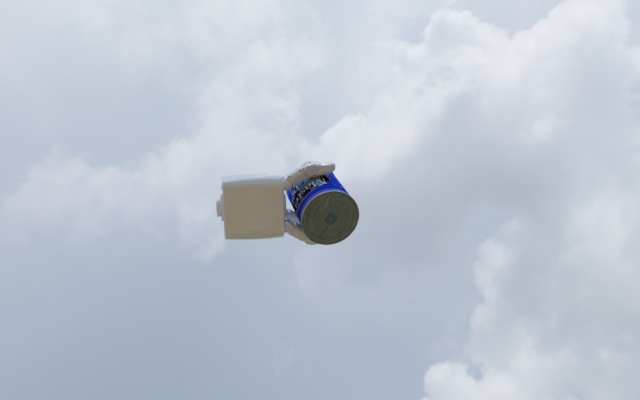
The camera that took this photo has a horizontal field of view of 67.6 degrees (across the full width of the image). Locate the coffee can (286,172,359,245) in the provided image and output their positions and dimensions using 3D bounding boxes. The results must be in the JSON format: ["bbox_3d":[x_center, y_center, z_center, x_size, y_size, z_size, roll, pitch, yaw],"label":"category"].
[{"bbox_3d":[0.000,0.003,0.871,0.103,0.103,0.140,0,24,-16],"label":"coffee can"}]
